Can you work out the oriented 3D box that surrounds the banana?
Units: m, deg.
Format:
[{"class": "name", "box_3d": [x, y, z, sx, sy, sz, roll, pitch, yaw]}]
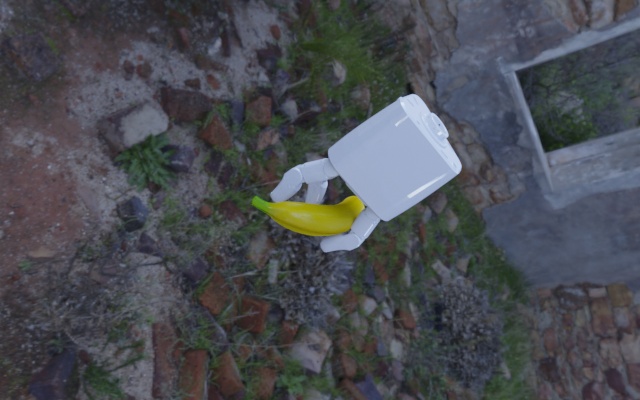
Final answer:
[{"class": "banana", "box_3d": [0.008, 0.015, 0.596, 0.198, 0.037, 0.069, 3, 41, -50]}]
